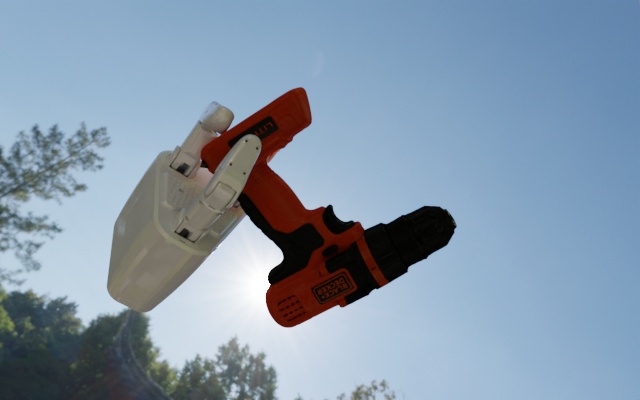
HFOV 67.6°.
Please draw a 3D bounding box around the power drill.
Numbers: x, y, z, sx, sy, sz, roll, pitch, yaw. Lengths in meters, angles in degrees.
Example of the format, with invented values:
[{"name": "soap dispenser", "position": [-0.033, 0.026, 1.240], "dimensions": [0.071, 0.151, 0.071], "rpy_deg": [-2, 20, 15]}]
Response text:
[{"name": "power drill", "position": [0.000, 0.001, 0.416], "dimensions": [0.184, 0.187, 0.057], "rpy_deg": [-30, 7, 8]}]
